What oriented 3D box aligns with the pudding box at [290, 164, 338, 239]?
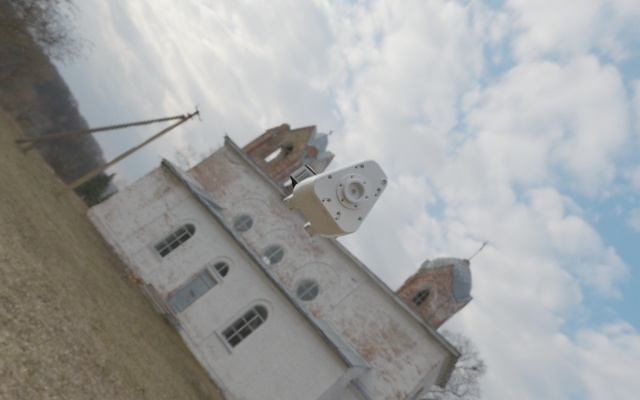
[{"bbox_3d":[0.000,0.003,0.814,0.039,0.113,0.090,-37,-22,-13],"label":"pudding box"}]
